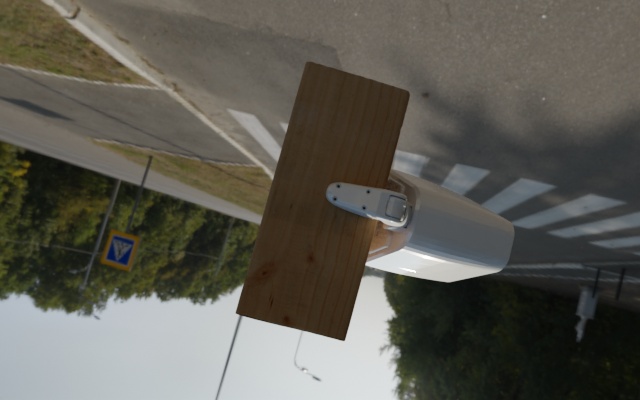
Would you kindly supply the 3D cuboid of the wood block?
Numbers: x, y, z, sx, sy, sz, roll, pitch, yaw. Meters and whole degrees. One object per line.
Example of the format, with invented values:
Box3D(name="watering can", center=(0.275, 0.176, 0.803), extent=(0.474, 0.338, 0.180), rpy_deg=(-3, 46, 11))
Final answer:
Box3D(name="wood block", center=(0.000, 0.002, 0.416), extent=(0.090, 0.206, 0.091), rpy_deg=(15, -4, -5))
